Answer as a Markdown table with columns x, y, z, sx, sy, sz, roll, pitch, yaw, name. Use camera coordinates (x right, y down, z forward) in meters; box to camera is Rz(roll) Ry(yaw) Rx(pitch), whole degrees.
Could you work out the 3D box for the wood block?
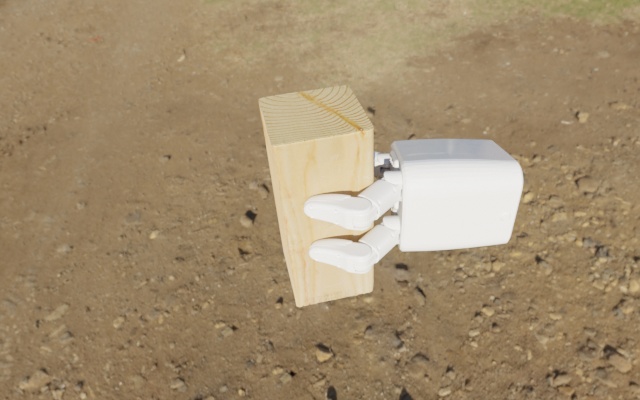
| x | y | z | sx | sy | sz | roll | pitch | yaw | name |
| --- | --- | --- | --- | --- | --- | --- | --- | --- | --- |
| 0.000 | 0.001 | 0.487 | 0.090 | 0.206 | 0.090 | -10 | 39 | -7 | wood block |
